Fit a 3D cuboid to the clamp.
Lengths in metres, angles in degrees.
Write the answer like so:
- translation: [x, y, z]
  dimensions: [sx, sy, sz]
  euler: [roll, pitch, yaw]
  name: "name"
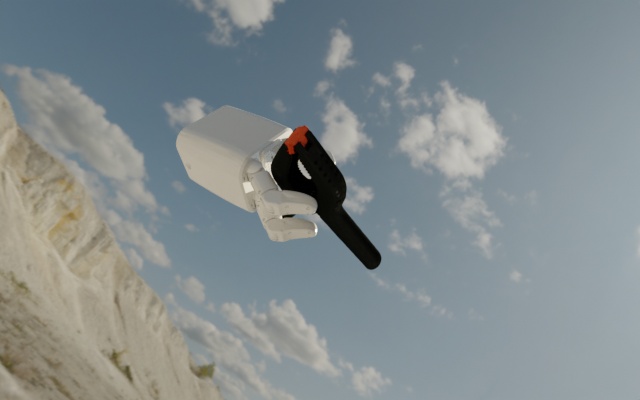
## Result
- translation: [0.000, 0.001, 0.563]
  dimensions: [0.164, 0.036, 0.210]
  euler: [24, -31, 19]
  name: "clamp"
